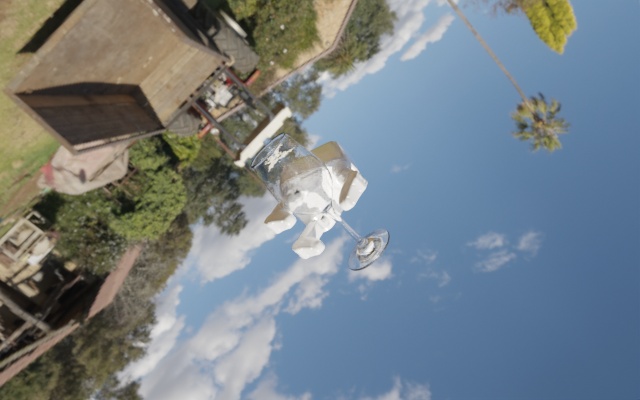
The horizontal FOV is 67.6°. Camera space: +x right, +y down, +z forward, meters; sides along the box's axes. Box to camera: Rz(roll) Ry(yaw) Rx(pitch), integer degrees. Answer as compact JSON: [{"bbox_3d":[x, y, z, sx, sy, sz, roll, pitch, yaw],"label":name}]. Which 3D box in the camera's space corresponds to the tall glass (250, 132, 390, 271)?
[{"bbox_3d":[0.001,0.003,0.632,0.201,0.079,0.079,45,-18,-19],"label":"tall glass"}]
